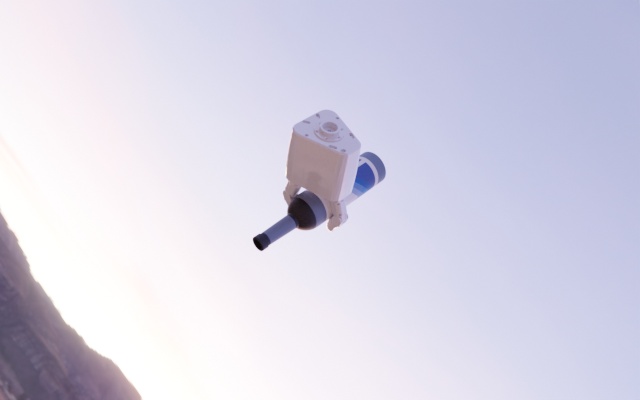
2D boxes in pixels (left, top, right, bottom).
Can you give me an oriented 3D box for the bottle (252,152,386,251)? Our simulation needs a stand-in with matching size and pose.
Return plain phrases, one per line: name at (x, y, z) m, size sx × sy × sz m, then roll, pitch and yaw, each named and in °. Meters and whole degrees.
bottle at (0.000, 0.003, 0.857) m, size 0.295 × 0.069 × 0.069 m, roll -34°, pitch 20°, yaw -33°
